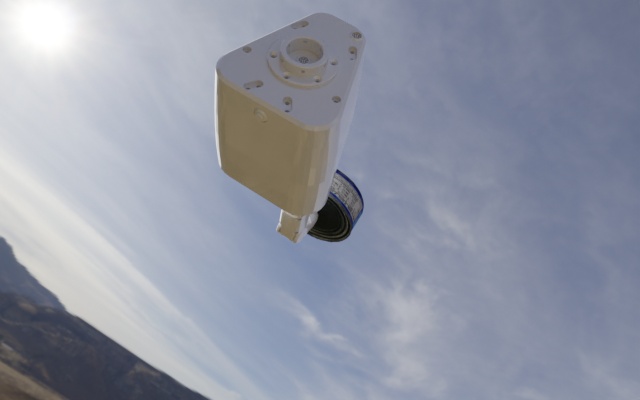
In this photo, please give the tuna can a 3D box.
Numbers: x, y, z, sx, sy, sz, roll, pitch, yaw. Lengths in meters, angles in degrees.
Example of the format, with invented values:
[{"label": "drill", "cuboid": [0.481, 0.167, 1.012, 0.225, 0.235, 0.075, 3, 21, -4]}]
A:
[{"label": "tuna can", "cuboid": [0.000, 0.001, 0.486, 0.086, 0.086, 0.033, 0, 44, 42]}]
